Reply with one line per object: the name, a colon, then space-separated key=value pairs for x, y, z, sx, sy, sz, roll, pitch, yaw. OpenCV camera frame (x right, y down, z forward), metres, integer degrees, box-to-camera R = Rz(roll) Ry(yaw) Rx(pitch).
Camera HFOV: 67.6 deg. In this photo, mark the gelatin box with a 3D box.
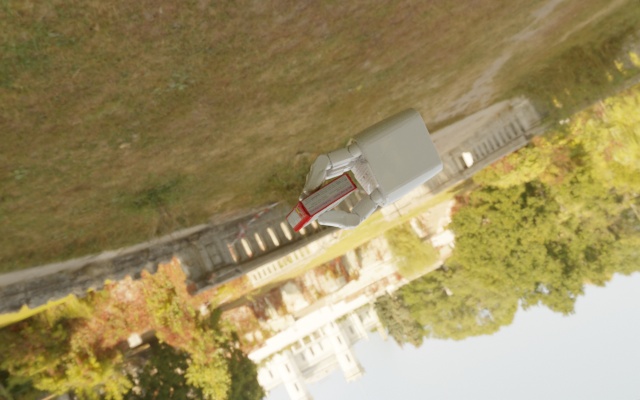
gelatin box: x=0.000 y=0.003 z=0.680 sx=0.089 sy=0.030 sz=0.073 roll=-33 pitch=-5 yaw=-26
